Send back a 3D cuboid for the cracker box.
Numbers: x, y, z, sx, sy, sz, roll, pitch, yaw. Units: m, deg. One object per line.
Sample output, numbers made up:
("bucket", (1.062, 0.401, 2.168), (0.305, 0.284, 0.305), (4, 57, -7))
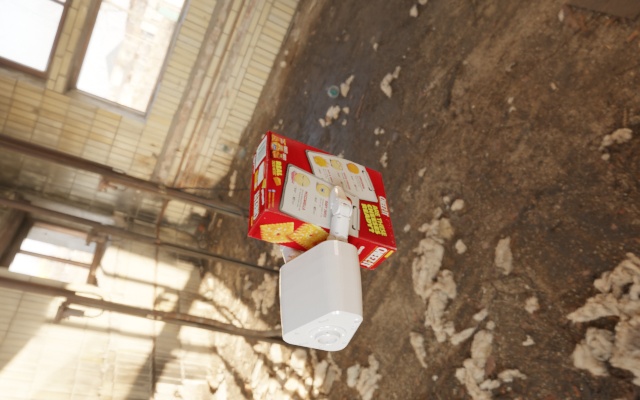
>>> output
("cracker box", (0.000, 0.002, 0.734), (0.214, 0.164, 0.072), (19, -46, -24))
